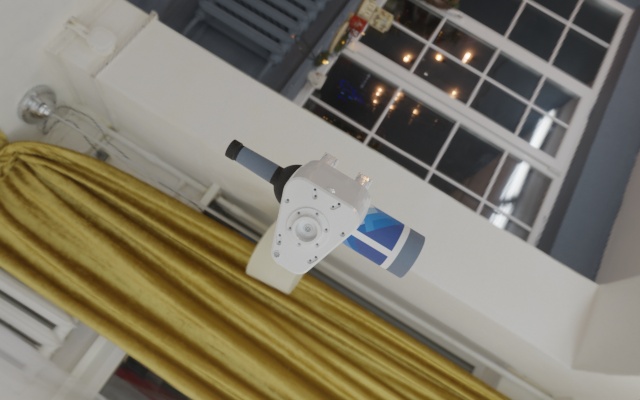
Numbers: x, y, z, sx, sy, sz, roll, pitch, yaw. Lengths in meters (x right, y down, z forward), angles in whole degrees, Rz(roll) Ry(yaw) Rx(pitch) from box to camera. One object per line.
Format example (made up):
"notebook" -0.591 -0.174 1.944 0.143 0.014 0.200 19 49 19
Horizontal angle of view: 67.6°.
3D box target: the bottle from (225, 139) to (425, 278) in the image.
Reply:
"bottle" 0.000 0.002 0.660 0.295 0.069 0.069 31 1 2
